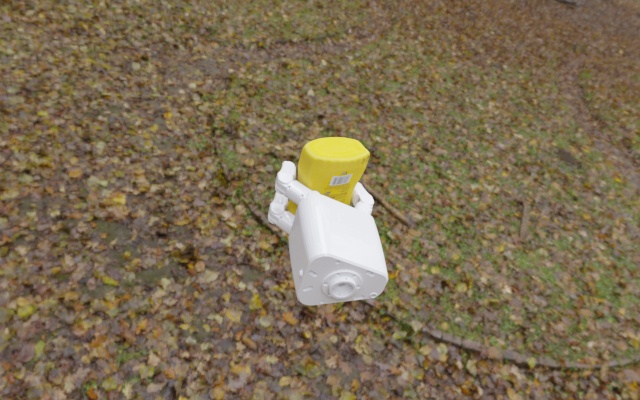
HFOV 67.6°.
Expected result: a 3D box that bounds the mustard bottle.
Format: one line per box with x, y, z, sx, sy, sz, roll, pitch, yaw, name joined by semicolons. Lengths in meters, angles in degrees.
0.000;0.002;0.693;0.096;0.192;0.058;-10;45;-33;mustard bottle
